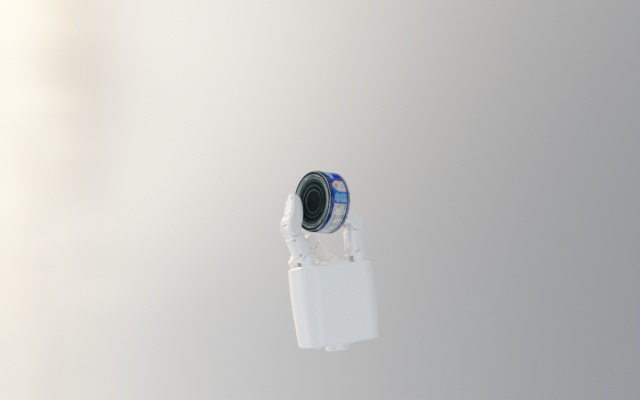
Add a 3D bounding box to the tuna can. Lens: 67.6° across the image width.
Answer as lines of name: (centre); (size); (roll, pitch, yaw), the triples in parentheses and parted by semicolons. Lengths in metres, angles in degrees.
tuna can: (0.000, 0.002, 0.655); (0.034, 0.086, 0.086); (6, -4, -38)
